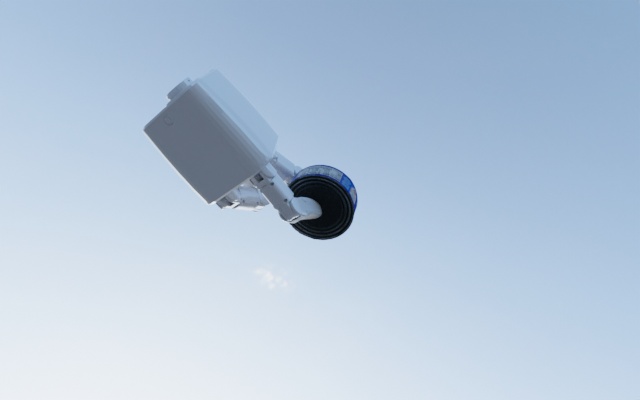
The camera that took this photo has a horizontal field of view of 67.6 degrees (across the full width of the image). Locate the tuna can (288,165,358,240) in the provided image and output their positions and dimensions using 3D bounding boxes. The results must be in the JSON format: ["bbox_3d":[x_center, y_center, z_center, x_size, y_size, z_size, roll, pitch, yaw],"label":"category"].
[{"bbox_3d":[0.000,0.002,0.562,0.086,0.086,0.033,0,28,15],"label":"tuna can"}]
